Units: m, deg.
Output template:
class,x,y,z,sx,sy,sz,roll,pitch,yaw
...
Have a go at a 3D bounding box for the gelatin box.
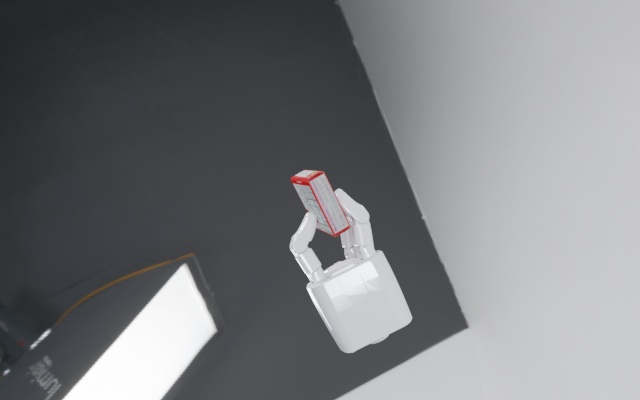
class,x,y,z,sx,sy,sz,roll,pitch,yaw
gelatin box,0.000,0.002,0.663,0.030,0.089,0.073,-31,15,-15
